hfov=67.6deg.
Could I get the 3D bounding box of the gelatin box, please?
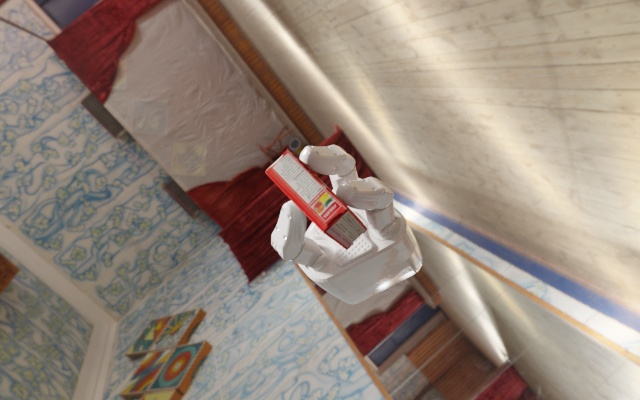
[{"bbox_3d":[0.000,0.002,0.410,0.073,0.030,0.089,46,2,21],"label":"gelatin box"}]
